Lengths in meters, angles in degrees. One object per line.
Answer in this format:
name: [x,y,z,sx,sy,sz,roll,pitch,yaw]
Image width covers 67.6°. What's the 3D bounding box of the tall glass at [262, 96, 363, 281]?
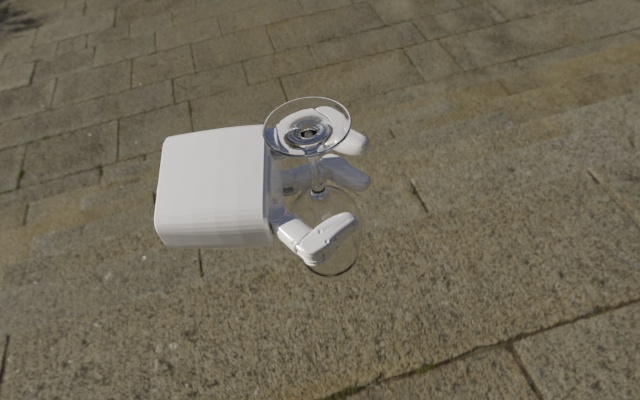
tall glass: [0.000,0.001,0.467,0.079,0.079,0.201,0,-40,9]
